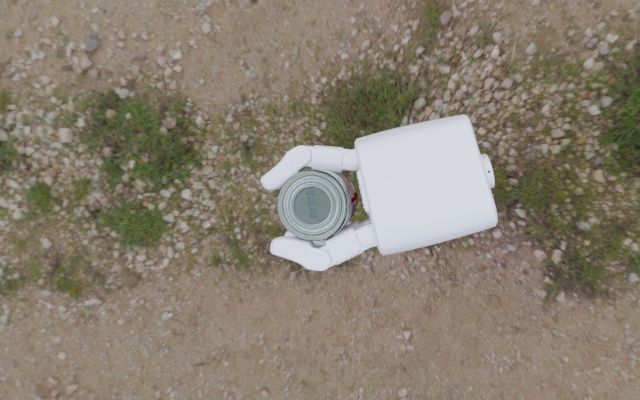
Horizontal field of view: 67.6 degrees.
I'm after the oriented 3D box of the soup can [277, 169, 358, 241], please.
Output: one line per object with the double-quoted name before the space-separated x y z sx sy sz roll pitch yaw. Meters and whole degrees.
"soup can" 0.000 0.002 0.484 0.068 0.068 0.102 0 4 9
